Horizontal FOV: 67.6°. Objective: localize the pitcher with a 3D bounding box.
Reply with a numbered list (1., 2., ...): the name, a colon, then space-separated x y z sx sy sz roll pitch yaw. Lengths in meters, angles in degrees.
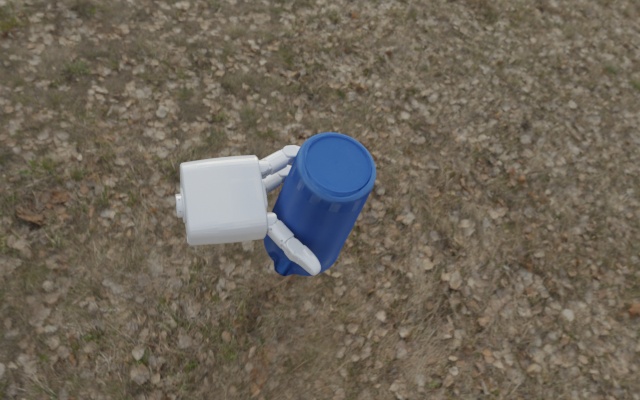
1. pitcher: 0.000 0.002 0.714 0.145 0.149 0.243 -7 -27 -19
